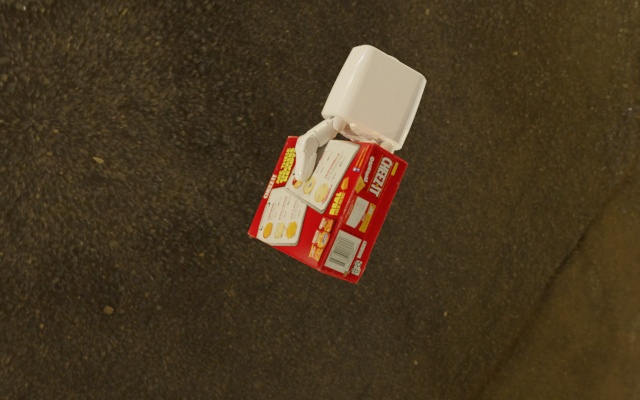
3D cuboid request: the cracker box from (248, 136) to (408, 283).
[{"bbox_3d":[0.000,0.002,0.651,0.072,0.164,0.213,26,-5,-32],"label":"cracker box"}]
